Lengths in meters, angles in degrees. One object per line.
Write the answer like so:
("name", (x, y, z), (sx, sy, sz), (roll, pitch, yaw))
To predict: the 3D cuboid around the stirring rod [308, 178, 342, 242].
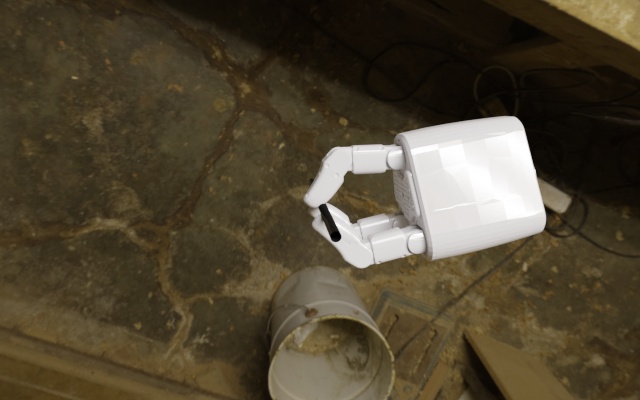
("stirring rod", (0.000, 0.001, 0.447), (0.011, 0.011, 0.239), (0, 11, -5))
